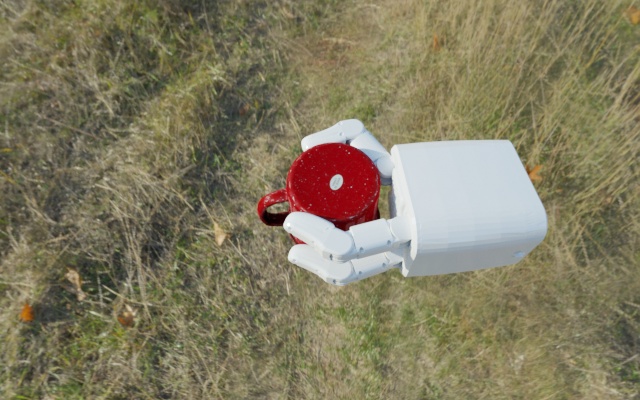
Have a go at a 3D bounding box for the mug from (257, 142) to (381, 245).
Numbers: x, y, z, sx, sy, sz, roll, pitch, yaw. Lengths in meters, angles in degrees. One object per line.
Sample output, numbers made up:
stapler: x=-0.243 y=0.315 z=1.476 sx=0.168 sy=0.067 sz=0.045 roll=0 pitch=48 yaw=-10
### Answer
mug: x=-0.001 y=0.001 z=0.439 sx=0.117 sy=0.093 sz=0.081 roll=-6 pitch=-27 yaw=-1
